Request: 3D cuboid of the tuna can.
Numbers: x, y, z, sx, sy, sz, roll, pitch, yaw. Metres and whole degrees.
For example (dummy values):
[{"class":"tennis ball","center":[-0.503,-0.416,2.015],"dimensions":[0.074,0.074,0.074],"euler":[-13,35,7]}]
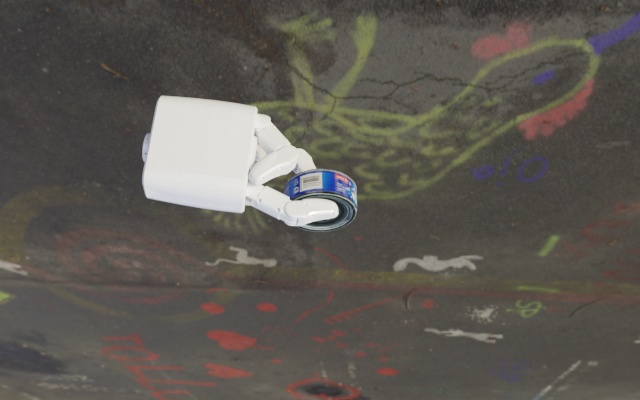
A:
[{"class":"tuna can","center":[0.000,0.002,0.556],"dimensions":[0.086,0.033,0.086],"euler":[-1,-34,-1]}]
